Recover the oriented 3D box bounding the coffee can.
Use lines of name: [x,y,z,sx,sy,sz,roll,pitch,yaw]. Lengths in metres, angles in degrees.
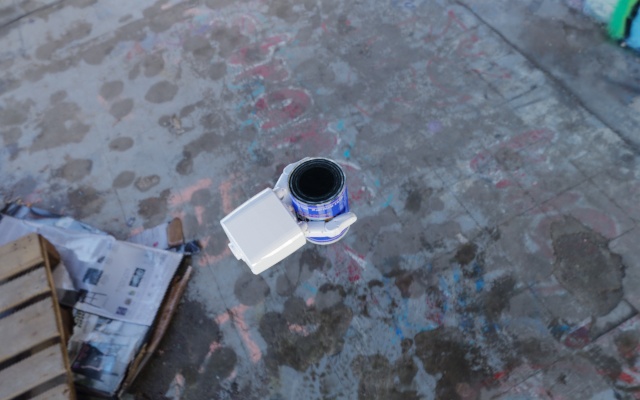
coffee can: [0.000,0.003,0.874,0.103,0.102,0.140,0,-33,7]
